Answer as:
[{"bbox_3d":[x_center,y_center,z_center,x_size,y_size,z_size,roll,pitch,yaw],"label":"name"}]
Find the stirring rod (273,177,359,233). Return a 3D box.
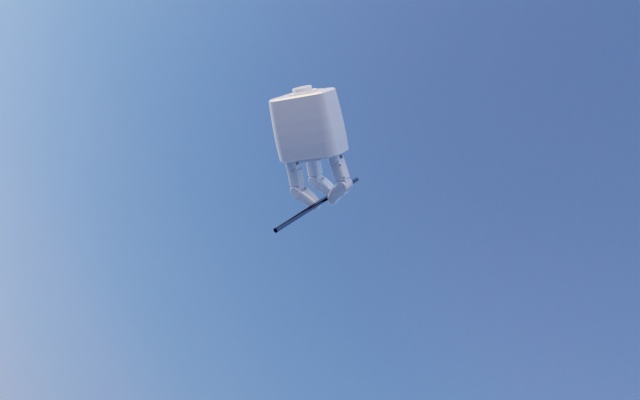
[{"bbox_3d":[0.000,0.003,0.814,0.011,0.011,0.239,0,21,38],"label":"stirring rod"}]
